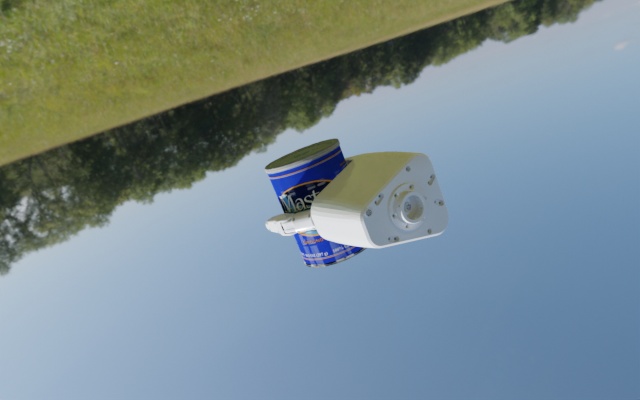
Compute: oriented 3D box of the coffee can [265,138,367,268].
[{"bbox_3d":[0.000,0.002,0.631,0.103,0.140,0.102,-21,13,5],"label":"coffee can"}]
